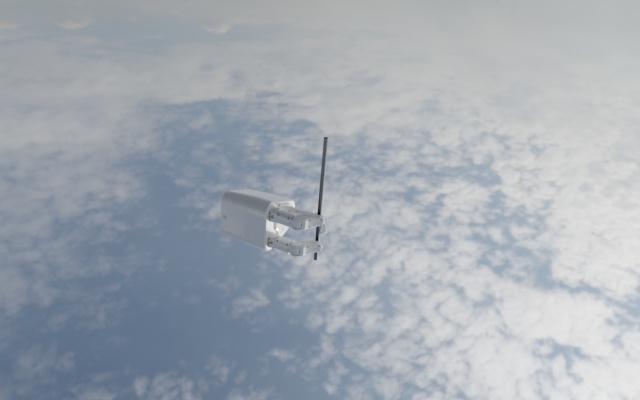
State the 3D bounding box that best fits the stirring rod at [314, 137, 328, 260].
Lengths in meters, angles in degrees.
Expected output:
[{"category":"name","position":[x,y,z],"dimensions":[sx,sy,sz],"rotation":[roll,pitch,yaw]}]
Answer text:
[{"category":"stirring rod","position":[0.000,0.003,0.860],"dimensions":[0.011,0.240,0.011],"rotation":[4,24,-2]}]
